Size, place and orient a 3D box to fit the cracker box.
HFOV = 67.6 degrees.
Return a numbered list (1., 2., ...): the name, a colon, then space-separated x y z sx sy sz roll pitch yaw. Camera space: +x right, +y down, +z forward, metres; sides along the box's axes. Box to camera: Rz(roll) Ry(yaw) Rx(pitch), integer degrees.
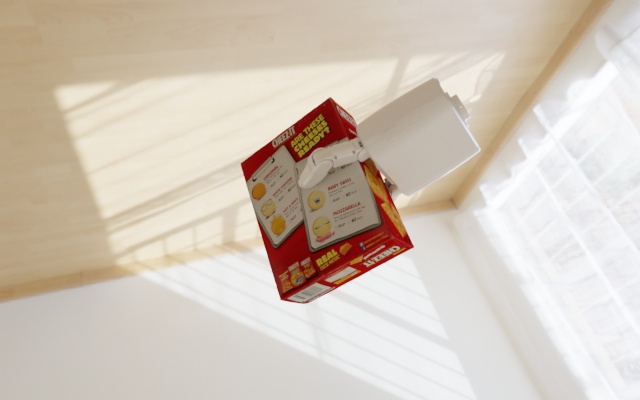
1. cracker box: 0.000 0.002 0.616 0.164 0.213 0.072 -33 -31 21
